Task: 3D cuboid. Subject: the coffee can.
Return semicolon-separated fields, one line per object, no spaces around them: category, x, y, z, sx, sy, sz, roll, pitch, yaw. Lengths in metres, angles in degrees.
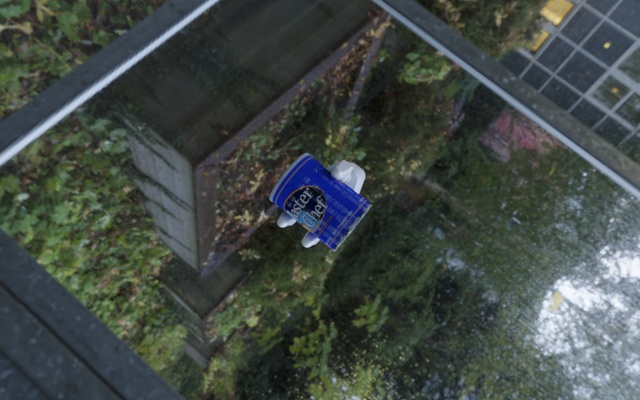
coffee can;0.000;0.002;0.800;0.140;0.103;0.103;39;6;7
